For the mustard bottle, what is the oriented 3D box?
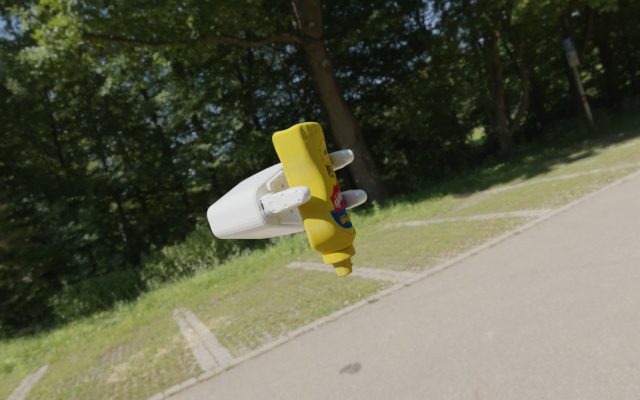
[{"bbox_3d":[0.000,0.002,0.593,0.058,0.191,0.096,-18,2,13],"label":"mustard bottle"}]
